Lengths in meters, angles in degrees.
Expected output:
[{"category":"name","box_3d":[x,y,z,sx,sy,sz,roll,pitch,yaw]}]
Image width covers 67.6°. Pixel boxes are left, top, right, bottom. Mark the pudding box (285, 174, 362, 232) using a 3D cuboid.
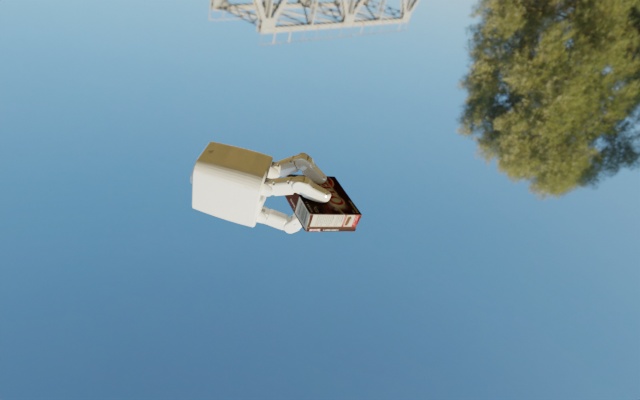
[{"category":"pudding box","box_3d":[0.000,0.003,0.754,0.090,0.039,0.113,1,37,-27]}]
